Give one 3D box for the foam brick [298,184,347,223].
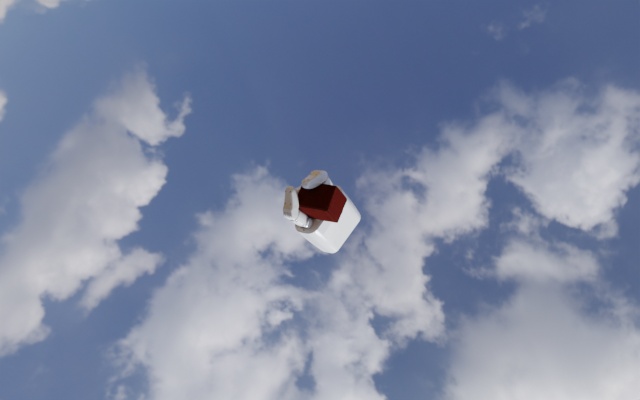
[{"bbox_3d":[0.000,0.003,0.886,0.078,0.053,0.051,9,-25,35],"label":"foam brick"}]
